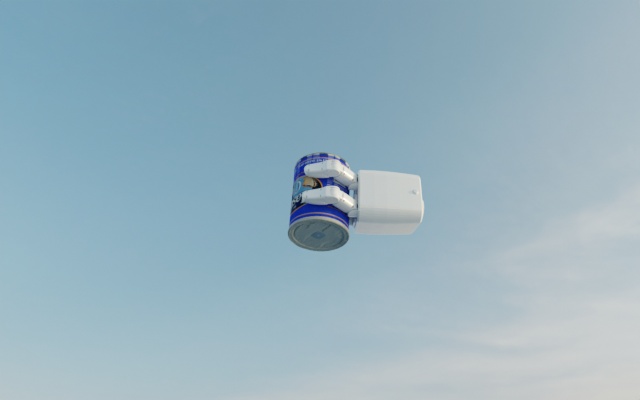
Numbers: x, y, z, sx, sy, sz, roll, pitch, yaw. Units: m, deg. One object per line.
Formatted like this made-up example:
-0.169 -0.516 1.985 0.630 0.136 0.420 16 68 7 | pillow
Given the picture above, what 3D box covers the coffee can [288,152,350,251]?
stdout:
0.000 0.003 0.829 0.103 0.140 0.103 2 -35 2 | coffee can
